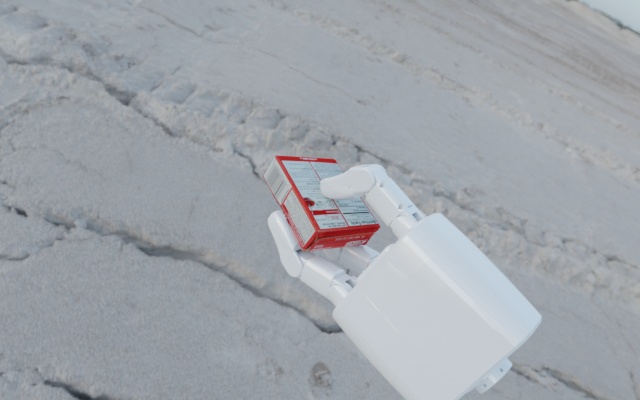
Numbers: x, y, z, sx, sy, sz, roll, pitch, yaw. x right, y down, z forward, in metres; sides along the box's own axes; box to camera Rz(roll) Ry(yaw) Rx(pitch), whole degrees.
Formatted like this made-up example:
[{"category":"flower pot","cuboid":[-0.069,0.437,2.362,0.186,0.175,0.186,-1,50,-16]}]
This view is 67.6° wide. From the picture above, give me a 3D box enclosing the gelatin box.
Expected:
[{"category":"gelatin box","cuboid":[0.000,0.001,0.424,0.073,0.089,0.030,-2,-40,-42]}]
